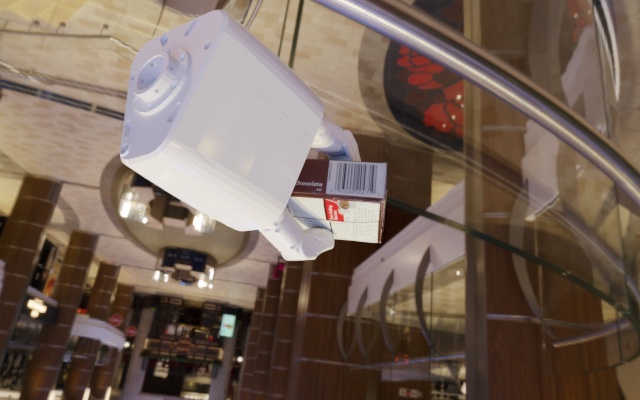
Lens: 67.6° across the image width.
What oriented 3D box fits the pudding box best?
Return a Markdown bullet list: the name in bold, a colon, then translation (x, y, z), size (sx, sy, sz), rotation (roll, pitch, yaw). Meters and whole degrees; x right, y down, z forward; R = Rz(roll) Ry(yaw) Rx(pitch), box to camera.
- **pudding box**: translation (0.000, 0.001, 0.415), size (0.113, 0.039, 0.090), rotation (5, -25, 8)
